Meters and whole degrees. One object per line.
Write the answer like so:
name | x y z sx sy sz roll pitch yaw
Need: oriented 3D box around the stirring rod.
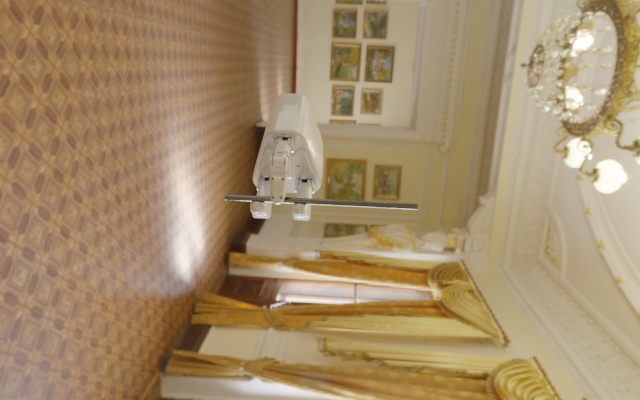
stirring rod | 0.000 0.002 0.599 0.239 0.011 0.011 3 0 2
